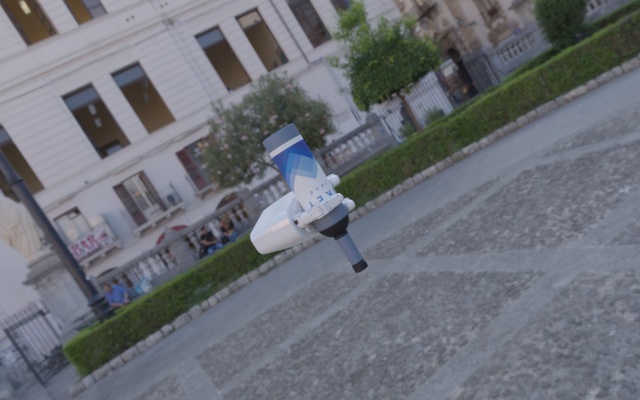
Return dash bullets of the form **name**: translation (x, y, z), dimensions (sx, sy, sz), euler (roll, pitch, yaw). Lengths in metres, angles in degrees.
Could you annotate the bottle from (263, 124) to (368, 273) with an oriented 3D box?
- **bottle**: translation (0.000, 0.003, 0.874), dimensions (0.069, 0.296, 0.069), euler (-31, 5, 3)
